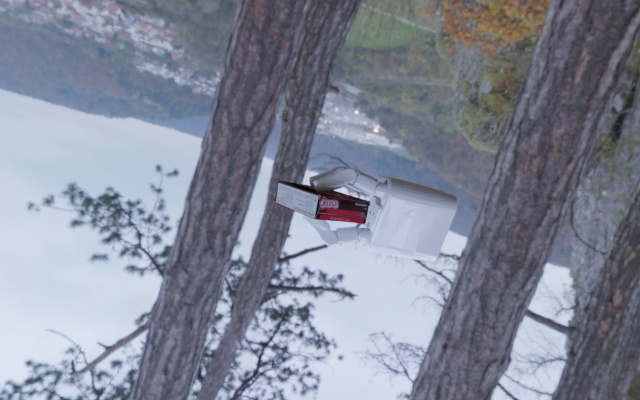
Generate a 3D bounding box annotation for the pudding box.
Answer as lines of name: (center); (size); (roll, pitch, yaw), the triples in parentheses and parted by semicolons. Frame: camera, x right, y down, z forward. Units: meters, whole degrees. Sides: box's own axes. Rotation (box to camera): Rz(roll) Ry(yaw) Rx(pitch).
pudding box: (0.000, 0.002, 0.679); (0.090, 0.039, 0.113); (9, 4, -37)
